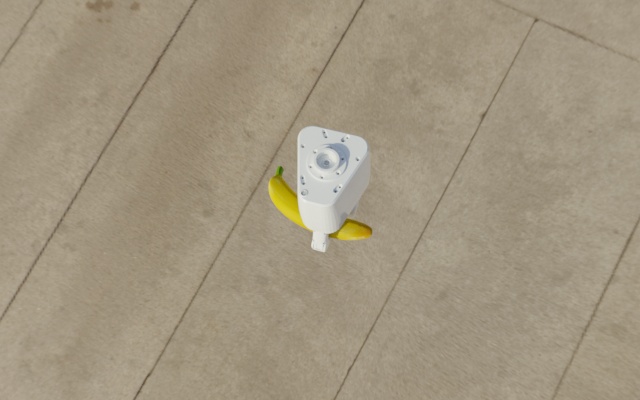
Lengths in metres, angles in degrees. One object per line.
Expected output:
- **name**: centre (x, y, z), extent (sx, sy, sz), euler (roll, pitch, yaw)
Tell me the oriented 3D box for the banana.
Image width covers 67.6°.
- **banana**: centre (-0.015, 0.013, 0.740), extent (0.197, 0.069, 0.037), euler (36, -25, 20)
